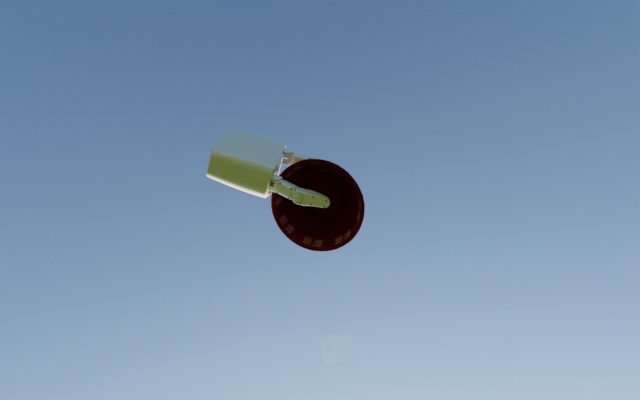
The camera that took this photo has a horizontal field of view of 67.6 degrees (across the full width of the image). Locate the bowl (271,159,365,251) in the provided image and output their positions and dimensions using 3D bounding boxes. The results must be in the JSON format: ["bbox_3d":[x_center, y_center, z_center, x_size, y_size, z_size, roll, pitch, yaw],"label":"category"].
[{"bbox_3d":[0.001,0.003,0.814,0.162,0.162,0.055,0,17,16],"label":"bowl"}]
